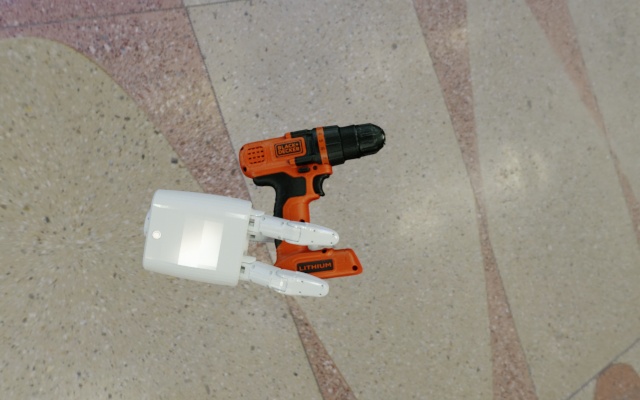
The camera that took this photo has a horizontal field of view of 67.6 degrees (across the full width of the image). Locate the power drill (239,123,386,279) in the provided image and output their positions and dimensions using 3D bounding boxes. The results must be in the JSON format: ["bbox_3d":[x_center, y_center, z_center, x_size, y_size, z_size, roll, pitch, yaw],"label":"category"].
[{"bbox_3d":[0.000,0.002,0.584,0.184,0.187,0.057,-10,-12,6],"label":"power drill"}]
